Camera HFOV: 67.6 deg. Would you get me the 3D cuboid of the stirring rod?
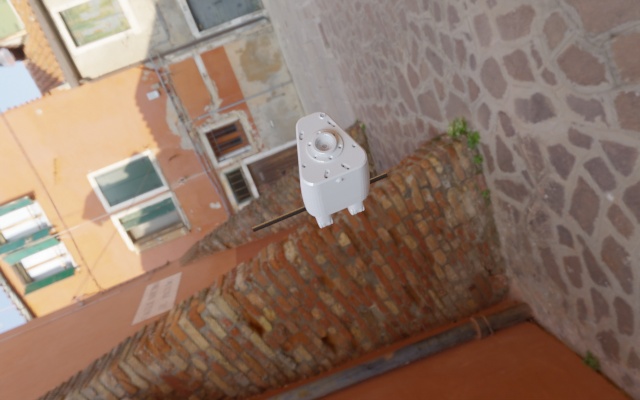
[{"bbox_3d":[0.000,0.003,0.791,0.239,0.011,0.011,-22,2,-5],"label":"stirring rod"}]
